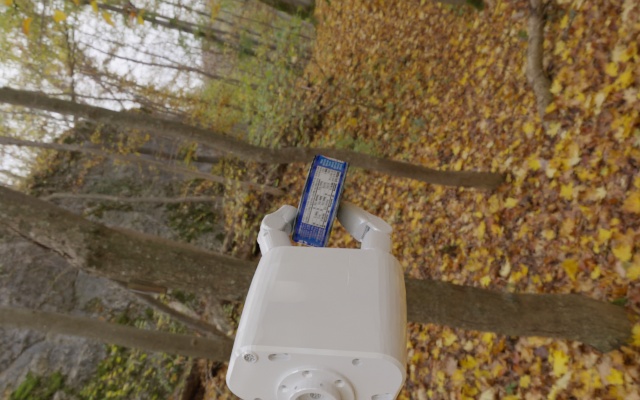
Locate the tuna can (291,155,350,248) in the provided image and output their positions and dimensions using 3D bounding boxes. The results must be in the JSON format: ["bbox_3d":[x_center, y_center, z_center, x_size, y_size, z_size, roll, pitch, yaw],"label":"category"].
[{"bbox_3d":[0.000,0.001,0.445,0.034,0.086,0.086,16,0,1],"label":"tuna can"}]
